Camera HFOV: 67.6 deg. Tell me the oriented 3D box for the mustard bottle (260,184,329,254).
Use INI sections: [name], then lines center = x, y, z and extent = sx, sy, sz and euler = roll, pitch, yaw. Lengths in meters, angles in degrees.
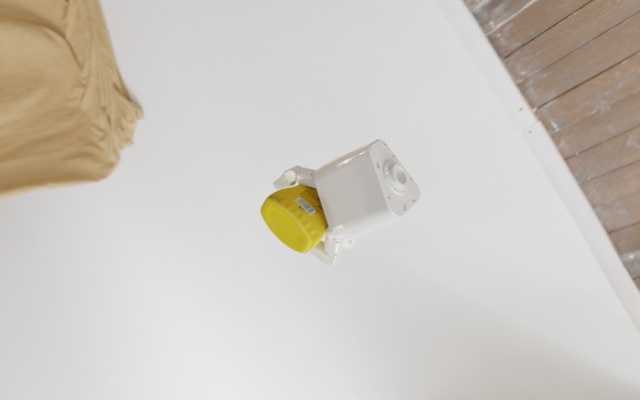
[mustard bottle]
center = 0.000, 0.003, 0.741
extent = 0.191, 0.096, 0.058
euler = -34, -18, -49
